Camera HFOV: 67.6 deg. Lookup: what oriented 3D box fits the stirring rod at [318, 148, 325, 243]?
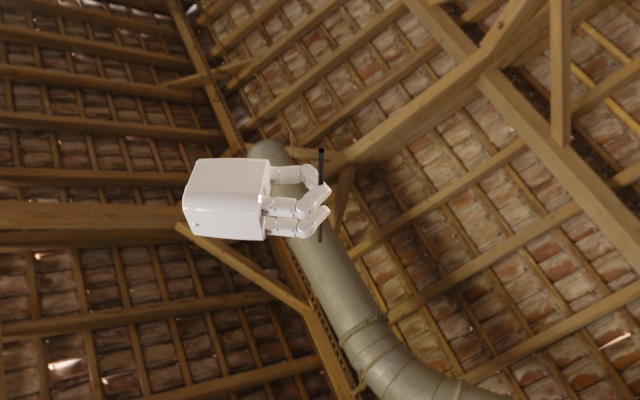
[{"bbox_3d":[0.000,0.002,0.701,0.011,0.011,0.240,0,-33,-1],"label":"stirring rod"}]
